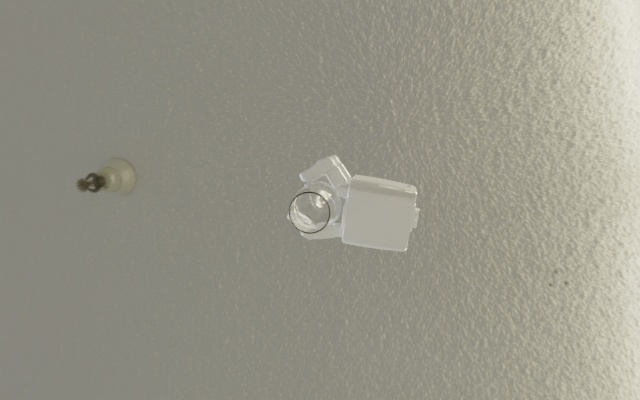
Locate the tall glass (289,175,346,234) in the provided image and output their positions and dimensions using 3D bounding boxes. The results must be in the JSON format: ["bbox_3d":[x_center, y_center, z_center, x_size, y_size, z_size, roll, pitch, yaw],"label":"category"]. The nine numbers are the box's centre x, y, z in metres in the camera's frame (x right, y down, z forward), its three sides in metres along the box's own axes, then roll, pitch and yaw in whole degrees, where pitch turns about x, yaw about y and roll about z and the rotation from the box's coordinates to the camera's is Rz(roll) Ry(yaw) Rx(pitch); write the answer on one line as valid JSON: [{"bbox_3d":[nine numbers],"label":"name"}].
[{"bbox_3d":[0.000,0.002,0.783,0.079,0.079,0.201,0,9,10],"label":"tall glass"}]
